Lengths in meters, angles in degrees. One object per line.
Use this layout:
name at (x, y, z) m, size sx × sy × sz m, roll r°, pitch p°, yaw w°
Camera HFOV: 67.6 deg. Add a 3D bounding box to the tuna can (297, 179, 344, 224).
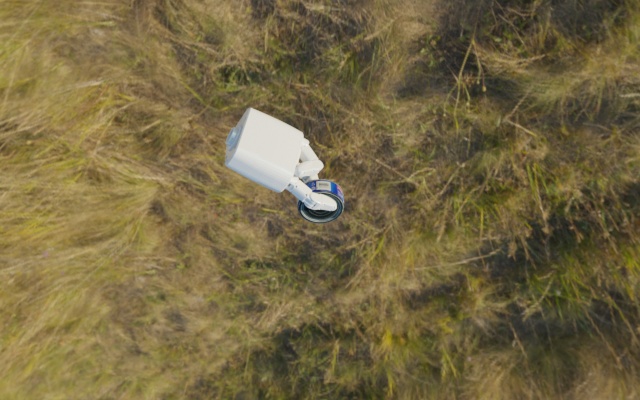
tuna can at (0.000, 0.003, 0.870) m, size 0.086 × 0.033 × 0.086 m, roll -2°, pitch -45°, yaw -1°
